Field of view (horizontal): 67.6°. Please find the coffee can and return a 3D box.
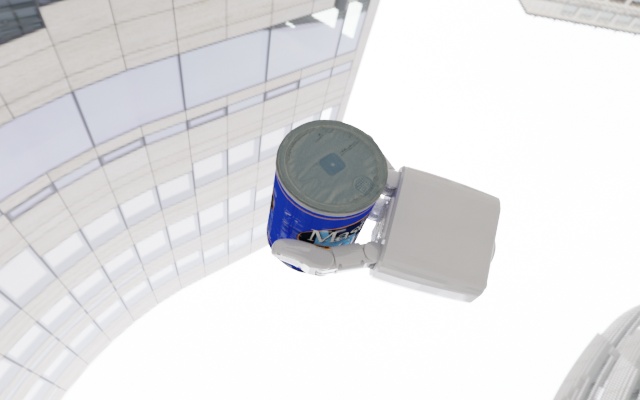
[{"bbox_3d":[0.000,0.002,0.488,0.103,0.102,0.140,0,-30,-11],"label":"coffee can"}]
